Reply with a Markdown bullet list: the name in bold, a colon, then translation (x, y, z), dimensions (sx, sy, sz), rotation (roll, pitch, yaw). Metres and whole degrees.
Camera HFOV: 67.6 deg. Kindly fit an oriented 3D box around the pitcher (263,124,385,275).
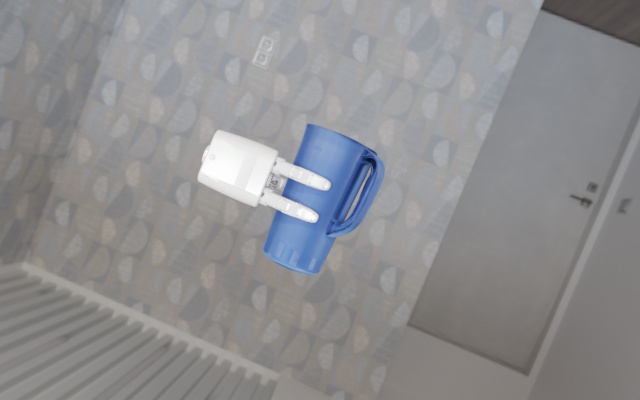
- **pitcher**: translation (0.000, 0.003, 0.820), dimensions (0.145, 0.243, 0.149), rotation (22, 2, -6)
